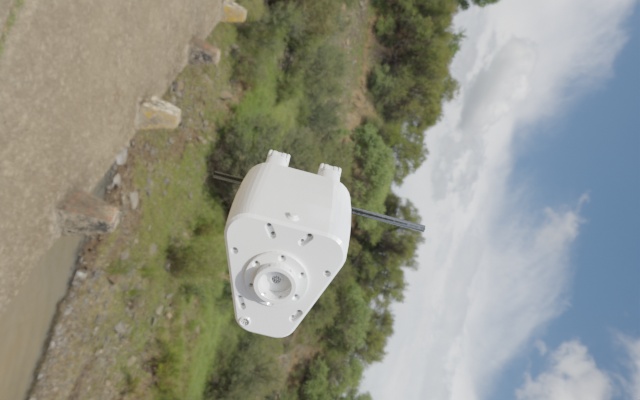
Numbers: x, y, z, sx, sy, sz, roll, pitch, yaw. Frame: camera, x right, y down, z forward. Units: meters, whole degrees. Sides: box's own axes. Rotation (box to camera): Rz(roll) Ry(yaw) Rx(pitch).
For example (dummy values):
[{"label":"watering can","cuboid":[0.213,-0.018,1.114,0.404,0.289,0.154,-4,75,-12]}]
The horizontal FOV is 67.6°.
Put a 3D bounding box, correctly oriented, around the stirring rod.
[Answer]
[{"label":"stirring rod","cuboid":[0.000,0.002,0.528,0.239,0.011,0.011,15,-1,-4]}]
